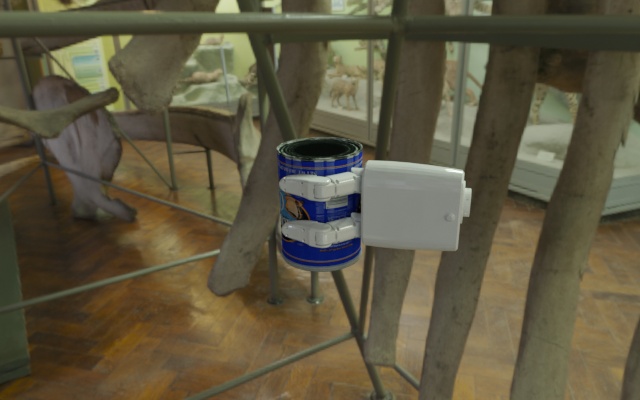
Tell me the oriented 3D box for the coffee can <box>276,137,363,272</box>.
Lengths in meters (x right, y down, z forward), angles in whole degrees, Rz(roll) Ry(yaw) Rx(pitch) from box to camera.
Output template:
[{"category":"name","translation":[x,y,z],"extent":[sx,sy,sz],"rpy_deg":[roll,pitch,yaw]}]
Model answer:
[{"category":"coffee can","translation":[0.000,0.002,0.589],"extent":[0.103,0.140,0.102],"rpy_deg":[-1,21,0]}]
